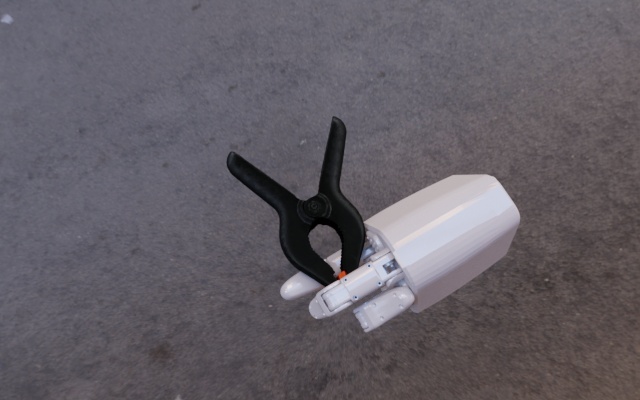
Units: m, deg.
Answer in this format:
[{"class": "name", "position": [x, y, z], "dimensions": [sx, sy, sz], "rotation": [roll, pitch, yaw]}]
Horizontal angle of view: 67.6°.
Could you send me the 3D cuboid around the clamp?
[{"class": "clamp", "position": [0.000, 0.002, 0.448], "dimensions": [0.120, 0.171, 0.039], "rotation": [-30, -11, -4]}]
